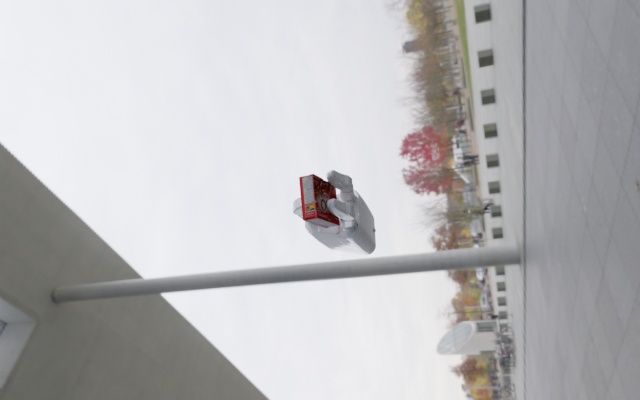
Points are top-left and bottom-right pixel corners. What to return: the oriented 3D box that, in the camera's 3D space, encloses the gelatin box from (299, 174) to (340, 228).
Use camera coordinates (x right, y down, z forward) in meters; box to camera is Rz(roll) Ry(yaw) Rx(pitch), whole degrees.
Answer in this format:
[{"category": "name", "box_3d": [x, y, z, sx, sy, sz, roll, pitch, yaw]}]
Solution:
[{"category": "gelatin box", "box_3d": [0.000, 0.003, 0.787, 0.030, 0.073, 0.089, -12, -17, 25]}]
